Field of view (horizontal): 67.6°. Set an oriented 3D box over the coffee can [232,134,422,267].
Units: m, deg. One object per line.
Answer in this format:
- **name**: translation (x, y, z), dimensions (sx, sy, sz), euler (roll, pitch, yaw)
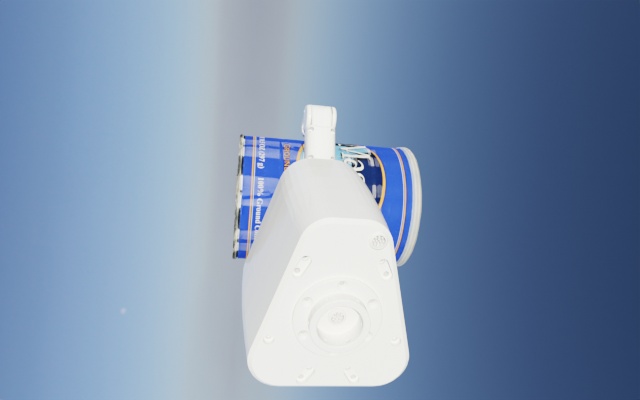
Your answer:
- **coffee can**: translation (0.000, 0.001, 0.402), dimensions (0.140, 0.103, 0.103), euler (4, -1, -9)
